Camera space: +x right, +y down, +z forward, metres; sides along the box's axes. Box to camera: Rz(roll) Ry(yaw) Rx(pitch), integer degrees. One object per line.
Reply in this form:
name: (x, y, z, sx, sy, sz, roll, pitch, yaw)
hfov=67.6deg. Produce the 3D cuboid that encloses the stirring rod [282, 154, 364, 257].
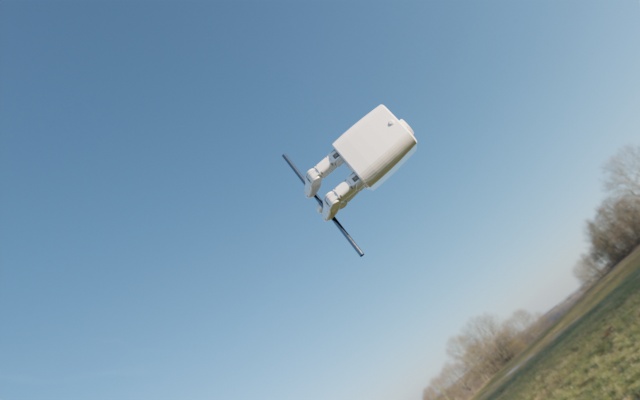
stirring rod: (0.000, 0.003, 0.816, 0.011, 0.239, 0.011, -30, -27, -17)
